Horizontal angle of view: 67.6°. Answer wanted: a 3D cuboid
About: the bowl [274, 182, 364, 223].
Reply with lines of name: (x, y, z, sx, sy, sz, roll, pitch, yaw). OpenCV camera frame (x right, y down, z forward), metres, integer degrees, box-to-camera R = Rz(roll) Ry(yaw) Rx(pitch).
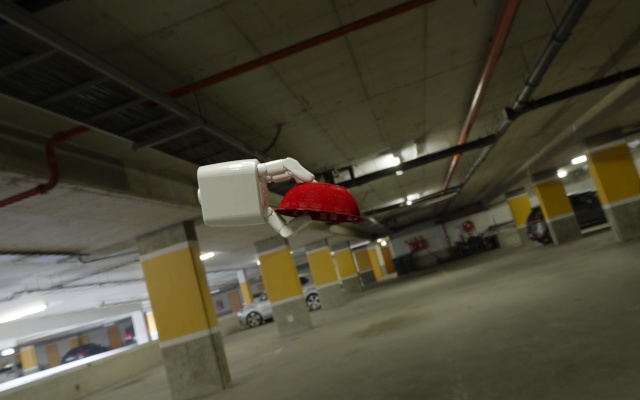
bowl: (0.001, 0.003, 0.853, 0.162, 0.055, 0.162, 6, -8, 1)
